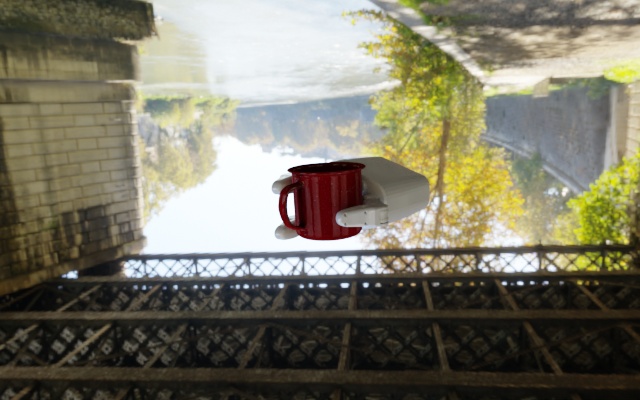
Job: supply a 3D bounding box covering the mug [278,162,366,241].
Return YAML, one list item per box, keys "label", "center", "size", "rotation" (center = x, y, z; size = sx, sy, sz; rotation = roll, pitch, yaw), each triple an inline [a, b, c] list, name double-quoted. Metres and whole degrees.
- label: "mug"
  center: [-0.001, 0.002, 0.562]
  size: [0.117, 0.081, 0.093]
  rotation: [-14, 16, -42]
